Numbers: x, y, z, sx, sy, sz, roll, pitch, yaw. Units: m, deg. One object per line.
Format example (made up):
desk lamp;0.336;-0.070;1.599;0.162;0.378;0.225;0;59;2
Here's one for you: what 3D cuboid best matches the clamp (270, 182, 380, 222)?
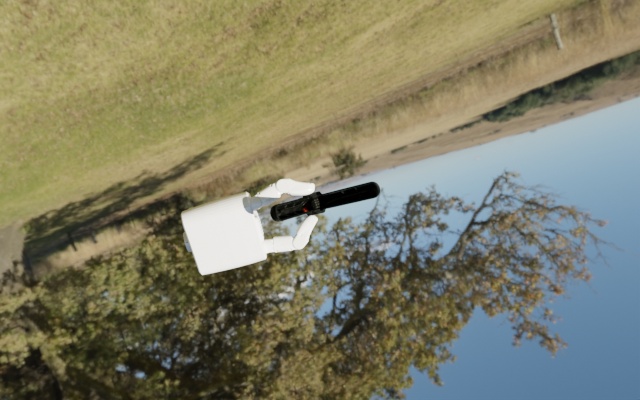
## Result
clamp;0.000;0.003;0.770;0.164;0.036;0.210;-13;0;-6
